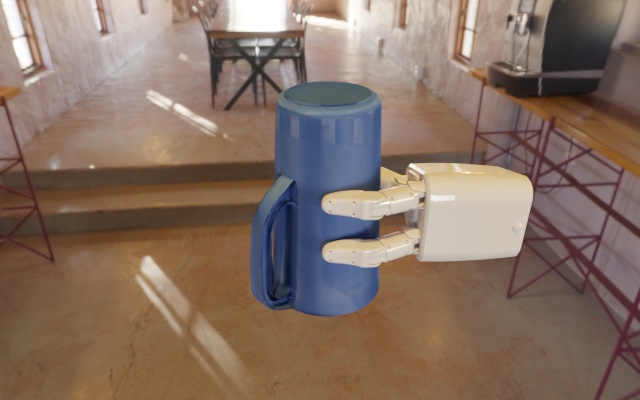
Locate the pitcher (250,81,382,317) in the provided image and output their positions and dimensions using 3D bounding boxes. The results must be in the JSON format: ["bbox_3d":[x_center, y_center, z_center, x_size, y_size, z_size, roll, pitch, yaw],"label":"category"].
[{"bbox_3d":[0.000,0.002,0.529,0.145,0.243,0.149,1,28,1],"label":"pitcher"}]
